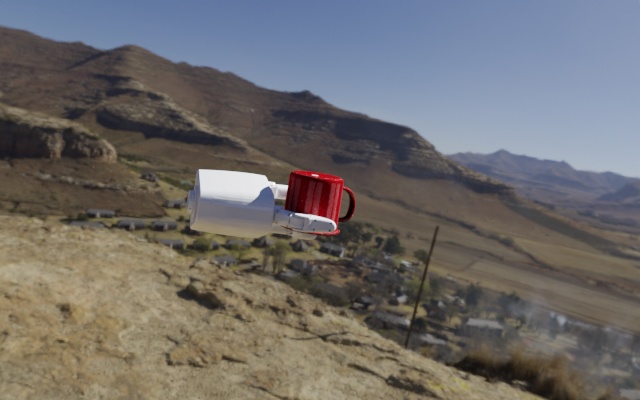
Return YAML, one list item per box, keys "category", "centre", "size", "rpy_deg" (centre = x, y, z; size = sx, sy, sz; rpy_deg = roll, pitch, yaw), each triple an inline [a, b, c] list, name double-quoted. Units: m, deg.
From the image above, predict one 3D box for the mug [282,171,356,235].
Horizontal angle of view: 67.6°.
- category: "mug"
  centre: [0.002, 0.002, 0.717]
  size: [0.117, 0.081, 0.093]
  rpy_deg: [6, 8, -22]
